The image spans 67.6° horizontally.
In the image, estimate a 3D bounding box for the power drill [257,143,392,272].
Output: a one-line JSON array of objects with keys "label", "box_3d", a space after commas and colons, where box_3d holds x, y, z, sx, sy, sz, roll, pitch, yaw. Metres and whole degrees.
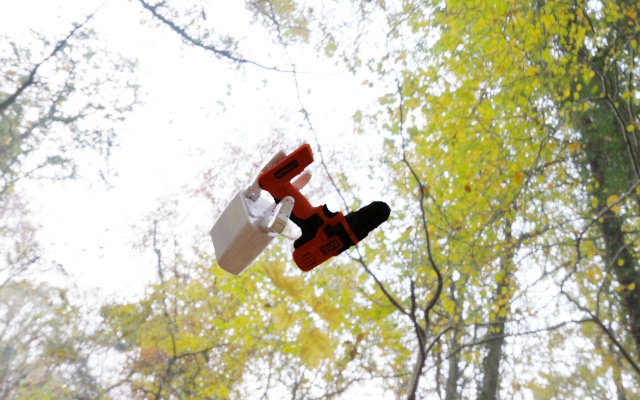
[{"label": "power drill", "box_3d": [0.000, 0.002, 0.786, 0.184, 0.188, 0.057, -33, 9, 2]}]
